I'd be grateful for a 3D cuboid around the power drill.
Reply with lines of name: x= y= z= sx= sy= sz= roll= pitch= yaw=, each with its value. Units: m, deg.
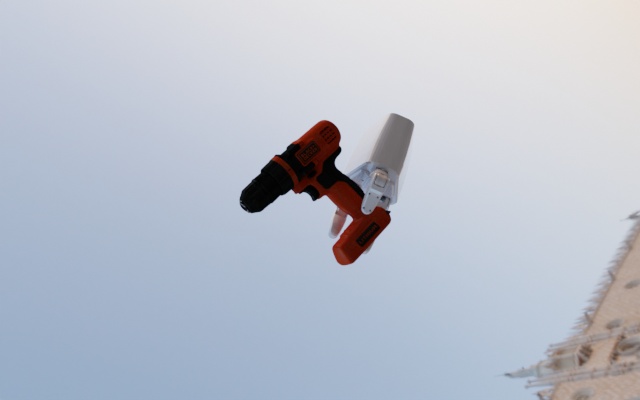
power drill: x=0.001 y=0.002 z=0.691 sx=0.184 sy=0.188 sz=0.057 roll=-43 pitch=13 yaw=-18
